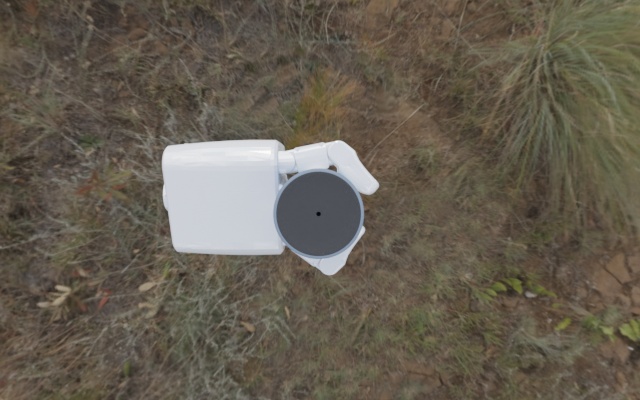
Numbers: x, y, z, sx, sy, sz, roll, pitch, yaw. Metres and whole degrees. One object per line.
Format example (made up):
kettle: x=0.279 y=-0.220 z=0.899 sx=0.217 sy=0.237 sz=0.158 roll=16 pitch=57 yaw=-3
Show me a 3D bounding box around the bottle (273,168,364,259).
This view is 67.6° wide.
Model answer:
bottle: x=0.000 y=0.002 z=0.493 sx=0.069 sy=0.069 sz=0.295 roll=0 pitch=3 yaw=1
